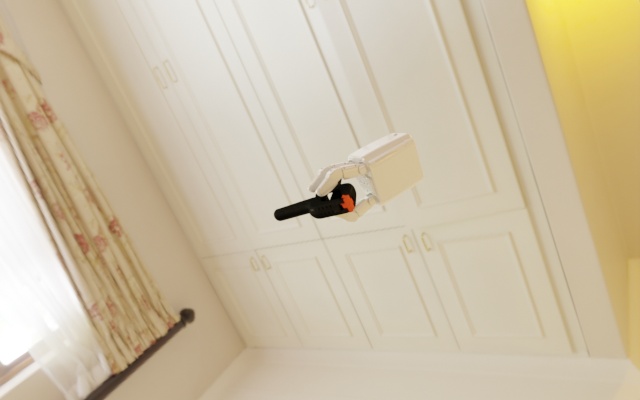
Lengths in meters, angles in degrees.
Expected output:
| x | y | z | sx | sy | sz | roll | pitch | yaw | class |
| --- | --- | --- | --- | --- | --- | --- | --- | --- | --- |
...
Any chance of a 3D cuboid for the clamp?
| x | y | z | sx | sy | sz | roll | pitch | yaw | class |
| --- | --- | --- | --- | --- | --- | --- | --- | --- | --- |
| 0.001 | 0.004 | 0.897 | 0.164 | 0.036 | 0.210 | -33 | 16 | -11 | clamp |
